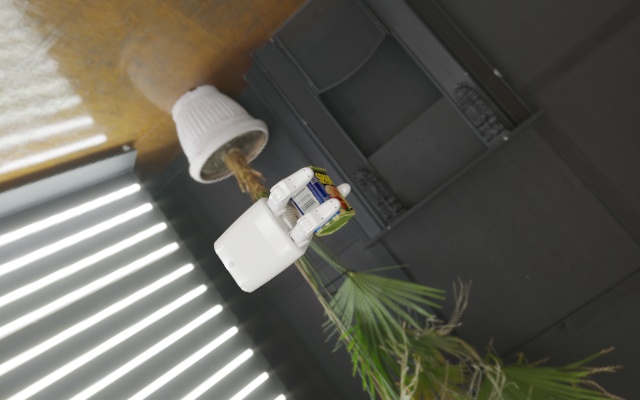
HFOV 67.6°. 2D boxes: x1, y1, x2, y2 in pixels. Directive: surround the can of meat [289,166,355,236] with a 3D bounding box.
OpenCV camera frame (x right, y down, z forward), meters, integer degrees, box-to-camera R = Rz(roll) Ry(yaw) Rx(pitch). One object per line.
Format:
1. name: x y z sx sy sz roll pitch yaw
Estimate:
1. can of meat: 0.000 0.002 0.687 0.057 0.084 0.102 -39 -11 13
